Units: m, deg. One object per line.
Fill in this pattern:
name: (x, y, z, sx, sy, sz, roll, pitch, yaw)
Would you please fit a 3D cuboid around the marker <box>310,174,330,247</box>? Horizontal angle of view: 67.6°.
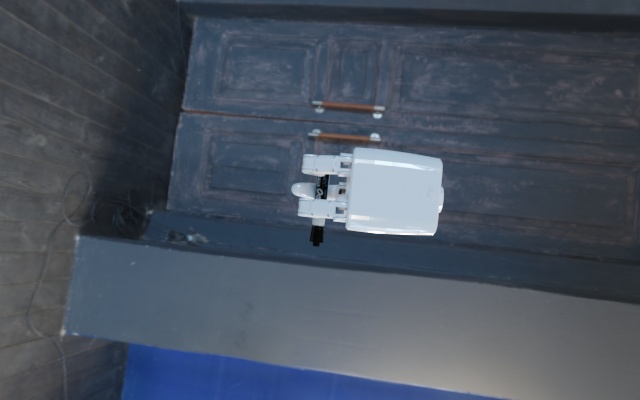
marker: (0.000, 0.002, 0.648, 0.020, 0.121, 0.020, 6, -3, 0)
